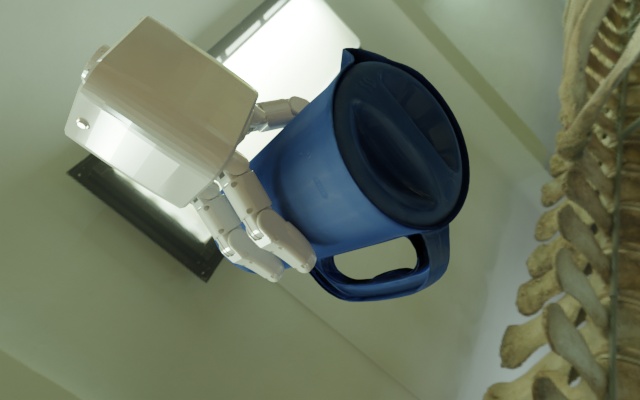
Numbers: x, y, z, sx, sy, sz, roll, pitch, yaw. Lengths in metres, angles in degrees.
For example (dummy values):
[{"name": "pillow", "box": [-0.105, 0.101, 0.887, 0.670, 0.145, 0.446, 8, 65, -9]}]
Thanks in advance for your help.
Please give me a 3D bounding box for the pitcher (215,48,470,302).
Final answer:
[{"name": "pitcher", "box": [0.000, 0.001, 0.421, 0.145, 0.149, 0.243, 33, -34, -22]}]
